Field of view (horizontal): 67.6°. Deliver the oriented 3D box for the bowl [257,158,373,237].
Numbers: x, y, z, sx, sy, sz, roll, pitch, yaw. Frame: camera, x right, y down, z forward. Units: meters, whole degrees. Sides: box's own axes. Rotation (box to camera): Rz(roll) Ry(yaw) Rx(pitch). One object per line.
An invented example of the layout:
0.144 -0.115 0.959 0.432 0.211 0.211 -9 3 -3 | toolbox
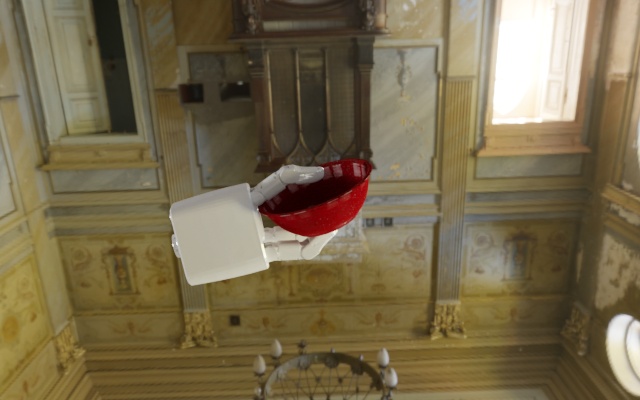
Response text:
0.002 0.002 0.641 0.162 0.055 0.162 -19 20 7 | bowl
